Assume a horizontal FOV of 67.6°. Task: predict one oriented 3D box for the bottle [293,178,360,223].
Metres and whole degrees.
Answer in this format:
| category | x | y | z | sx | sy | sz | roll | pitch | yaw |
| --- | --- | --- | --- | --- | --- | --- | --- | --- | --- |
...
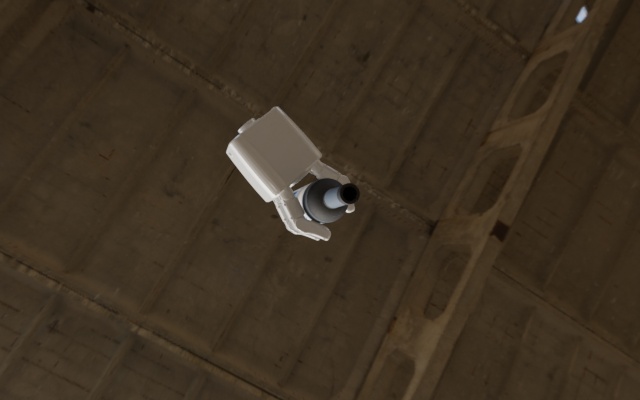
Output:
| category | x | y | z | sx | sy | sz | roll | pitch | yaw |
| --- | --- | --- | --- | --- | --- | --- | --- | --- | --- |
| bottle | 0.000 | 0.003 | 0.747 | 0.069 | 0.069 | 0.296 | 0 | -4 | -15 |
